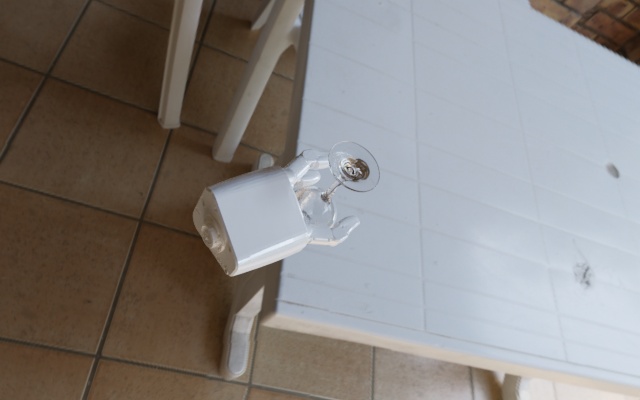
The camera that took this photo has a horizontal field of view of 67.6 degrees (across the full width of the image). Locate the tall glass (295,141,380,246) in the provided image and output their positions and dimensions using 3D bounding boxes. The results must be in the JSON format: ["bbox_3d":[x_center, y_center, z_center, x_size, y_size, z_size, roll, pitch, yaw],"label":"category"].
[{"bbox_3d":[0.001,0.002,0.676,0.079,0.079,0.201,0,-27,-29],"label":"tall glass"}]
